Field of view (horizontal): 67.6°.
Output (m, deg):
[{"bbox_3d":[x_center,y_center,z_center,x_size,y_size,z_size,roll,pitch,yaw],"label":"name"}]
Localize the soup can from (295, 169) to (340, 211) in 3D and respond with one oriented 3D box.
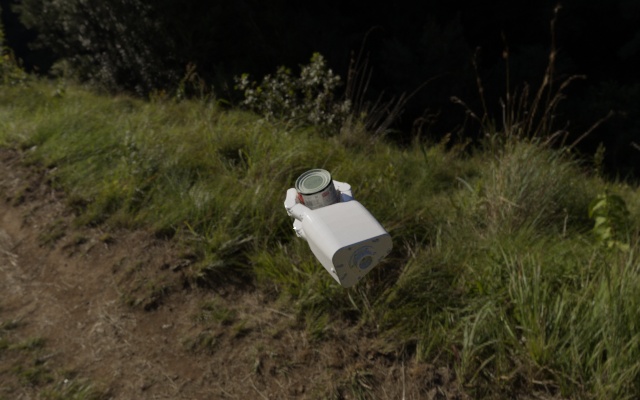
[{"bbox_3d":[0.000,0.002,0.862,0.068,0.102,0.068,-12,41,10],"label":"soup can"}]
